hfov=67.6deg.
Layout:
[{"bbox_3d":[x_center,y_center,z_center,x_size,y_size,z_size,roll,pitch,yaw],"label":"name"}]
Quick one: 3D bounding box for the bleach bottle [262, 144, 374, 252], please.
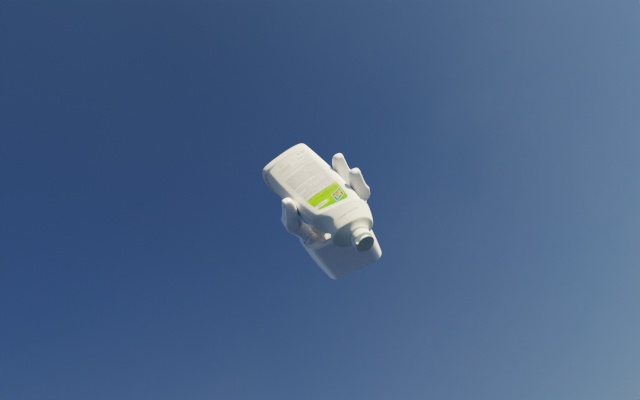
[{"bbox_3d":[0.000,0.002,0.762,0.102,0.068,0.250,-37,43,-4],"label":"bleach bottle"}]
